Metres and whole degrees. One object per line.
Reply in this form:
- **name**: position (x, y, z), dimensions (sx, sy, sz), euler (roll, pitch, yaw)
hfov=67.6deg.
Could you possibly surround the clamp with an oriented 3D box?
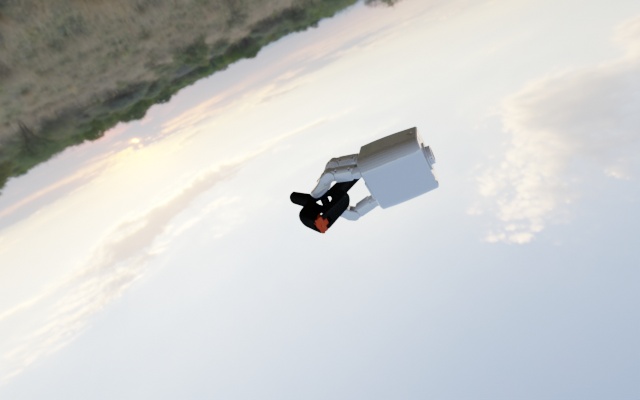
- **clamp**: position (0.001, 0.004, 0.853), dimensions (0.164, 0.036, 0.210), euler (-22, 20, 20)
